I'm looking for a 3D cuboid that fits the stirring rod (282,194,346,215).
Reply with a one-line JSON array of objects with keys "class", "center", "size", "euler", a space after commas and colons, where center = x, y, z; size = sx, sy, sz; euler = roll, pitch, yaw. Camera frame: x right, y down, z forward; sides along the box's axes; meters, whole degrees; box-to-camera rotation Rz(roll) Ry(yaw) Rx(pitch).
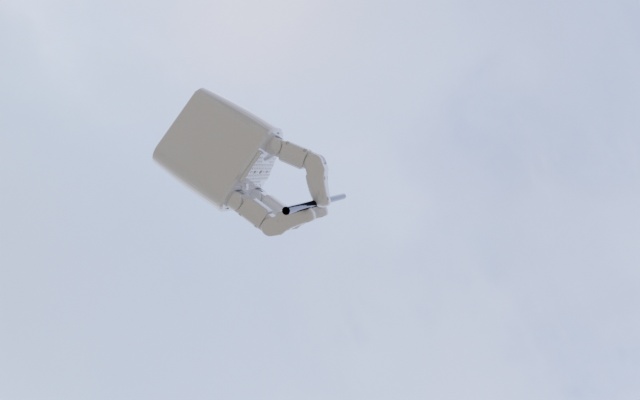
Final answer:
[{"class": "stirring rod", "center": [0.000, 0.002, 0.557], "size": [0.011, 0.011, 0.239], "euler": [0, 4, 15]}]
